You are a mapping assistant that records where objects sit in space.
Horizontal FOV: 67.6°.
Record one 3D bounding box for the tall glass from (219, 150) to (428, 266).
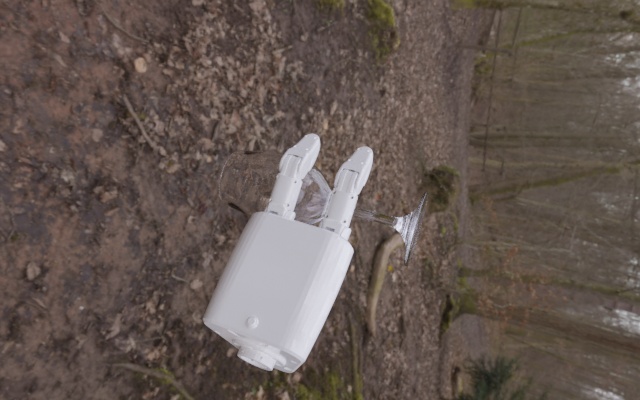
[{"bbox_3d":[0.001,0.002,0.482,0.201,0.079,0.079,16,4,16],"label":"tall glass"}]
